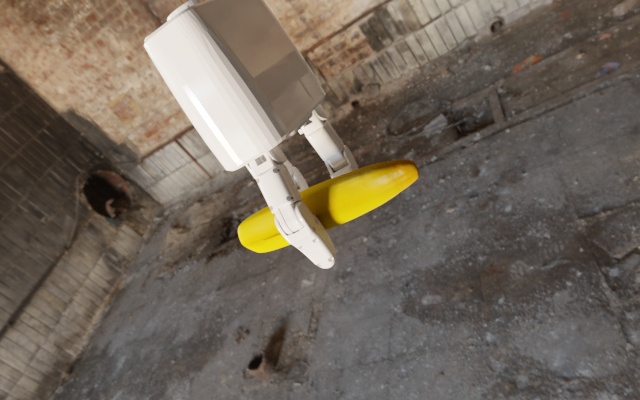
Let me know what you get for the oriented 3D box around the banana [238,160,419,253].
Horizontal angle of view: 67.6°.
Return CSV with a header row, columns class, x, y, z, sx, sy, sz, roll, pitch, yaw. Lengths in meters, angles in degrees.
class,x,y,z,sx,sy,sz,roll,pitch,yaw
banana,-0.013,0.009,0.400,0.198,0.037,0.069,-23,8,42
